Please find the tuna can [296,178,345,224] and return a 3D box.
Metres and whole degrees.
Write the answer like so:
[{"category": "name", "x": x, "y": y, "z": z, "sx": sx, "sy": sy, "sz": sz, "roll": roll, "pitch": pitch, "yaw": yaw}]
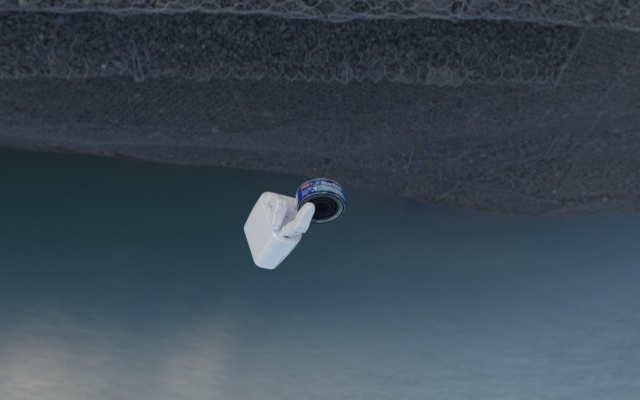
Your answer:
[{"category": "tuna can", "x": 0.000, "y": 0.003, "z": 0.832, "sx": 0.086, "sy": 0.033, "sz": 0.086, "roll": -3, "pitch": -42, "yaw": -3}]
